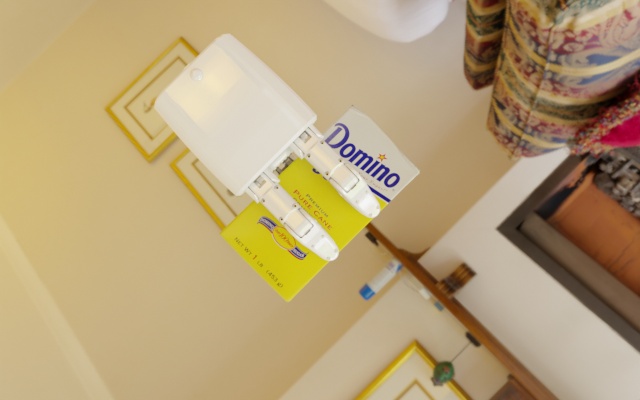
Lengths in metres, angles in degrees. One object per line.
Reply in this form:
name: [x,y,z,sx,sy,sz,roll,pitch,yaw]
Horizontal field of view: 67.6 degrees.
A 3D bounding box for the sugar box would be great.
sugar box: [0.000,0.001,0.459,0.093,0.176,0.048,45,0,-2]
